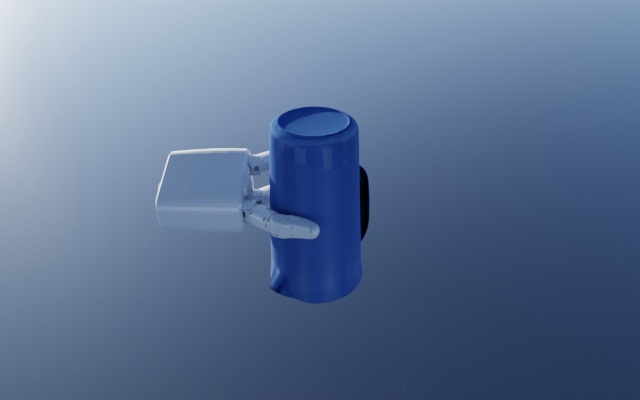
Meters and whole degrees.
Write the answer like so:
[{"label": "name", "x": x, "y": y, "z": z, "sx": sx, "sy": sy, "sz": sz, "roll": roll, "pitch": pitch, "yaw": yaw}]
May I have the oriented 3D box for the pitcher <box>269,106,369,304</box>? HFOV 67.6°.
[{"label": "pitcher", "x": 0.000, "y": 0.002, "z": 0.638, "sx": 0.145, "sy": 0.243, "sz": 0.149, "roll": 0, "pitch": 33, "yaw": 1}]
